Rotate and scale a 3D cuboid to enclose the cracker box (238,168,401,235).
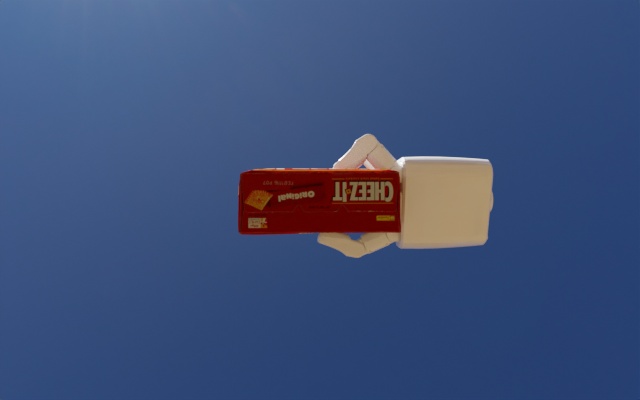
[{"bbox_3d":[0.000,0.002,0.578,0.164,0.072,0.214,-1,-1,0],"label":"cracker box"}]
